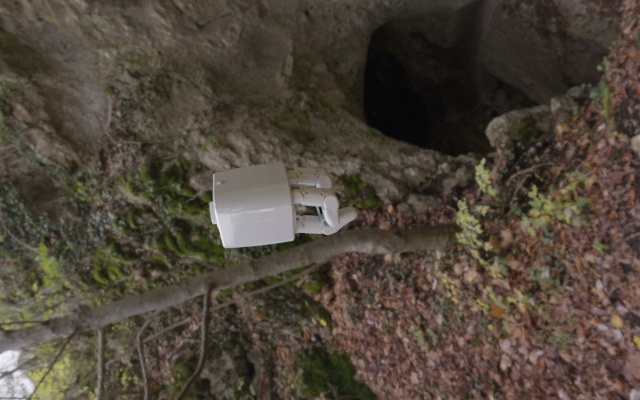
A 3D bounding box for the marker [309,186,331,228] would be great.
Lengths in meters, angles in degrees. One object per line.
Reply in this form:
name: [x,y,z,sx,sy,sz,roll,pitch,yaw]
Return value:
marker: [0.000,0.002,0.758,0.020,0.020,0.121,0,31,-12]
